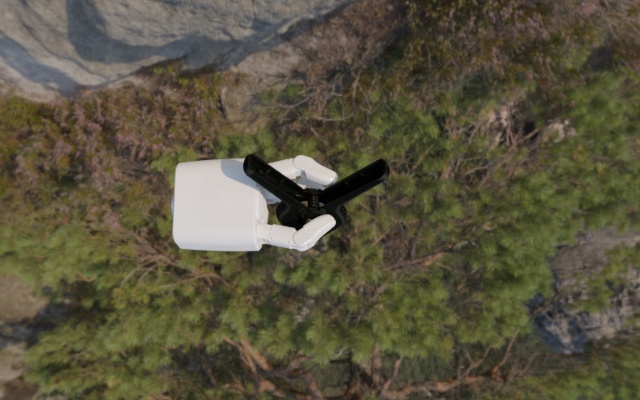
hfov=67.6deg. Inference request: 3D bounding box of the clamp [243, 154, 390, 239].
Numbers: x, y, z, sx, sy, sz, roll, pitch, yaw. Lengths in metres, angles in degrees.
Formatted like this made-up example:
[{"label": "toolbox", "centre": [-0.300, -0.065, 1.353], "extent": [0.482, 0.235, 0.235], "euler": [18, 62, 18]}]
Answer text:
[{"label": "clamp", "centre": [0.000, 0.003, 0.611], "extent": [0.164, 0.036, 0.210], "euler": [0, -27, 3]}]
